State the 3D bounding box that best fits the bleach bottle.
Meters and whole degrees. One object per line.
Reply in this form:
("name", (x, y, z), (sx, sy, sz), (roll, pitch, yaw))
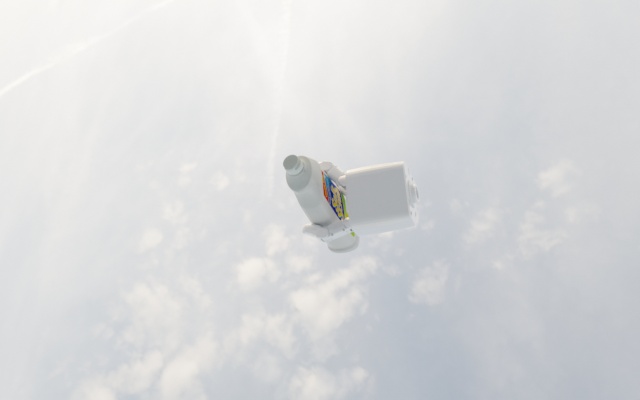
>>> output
("bleach bottle", (0.000, 0.003, 0.869), (0.068, 0.102, 0.251), (-10, -32, 21))
